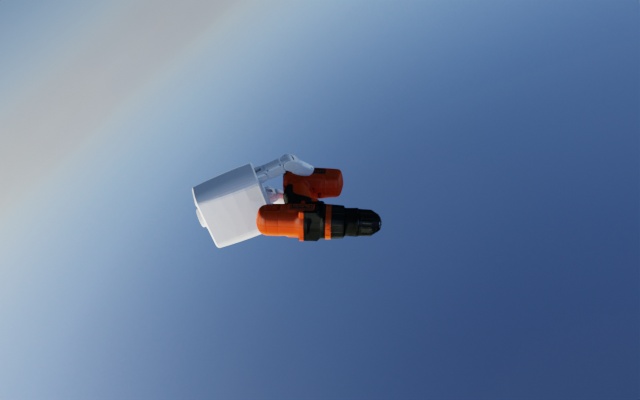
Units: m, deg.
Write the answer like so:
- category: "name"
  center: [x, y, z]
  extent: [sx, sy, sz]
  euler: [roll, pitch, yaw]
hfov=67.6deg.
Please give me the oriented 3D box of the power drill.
- category: "power drill"
  center: [0.000, 0.002, 0.767]
  extent: [0.184, 0.057, 0.187]
  euler: [3, 23, 1]
